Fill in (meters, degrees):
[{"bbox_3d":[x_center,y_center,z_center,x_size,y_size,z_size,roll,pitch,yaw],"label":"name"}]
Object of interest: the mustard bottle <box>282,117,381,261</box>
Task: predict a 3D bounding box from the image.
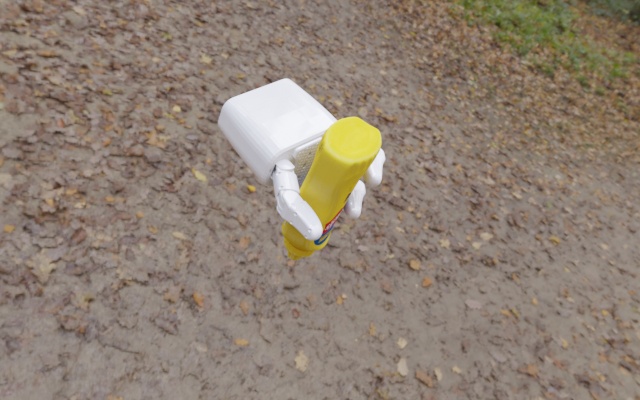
[{"bbox_3d":[0.000,0.002,0.545,0.058,0.192,0.096,32,38,5],"label":"mustard bottle"}]
